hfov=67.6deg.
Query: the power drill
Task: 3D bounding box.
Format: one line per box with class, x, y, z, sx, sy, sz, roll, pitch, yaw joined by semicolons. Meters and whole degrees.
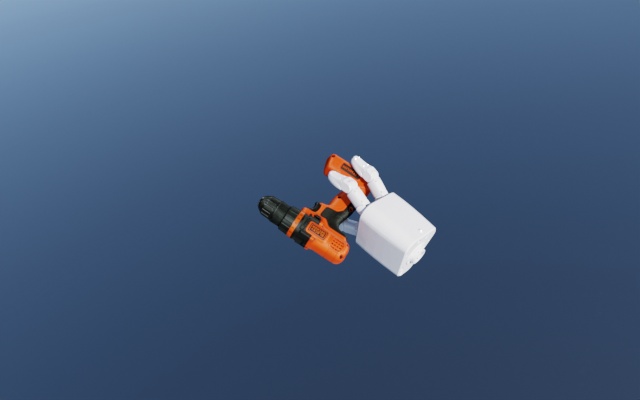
power drill;0.001;0.003;0.893;0.184;0.187;0.057;34;-29;0
